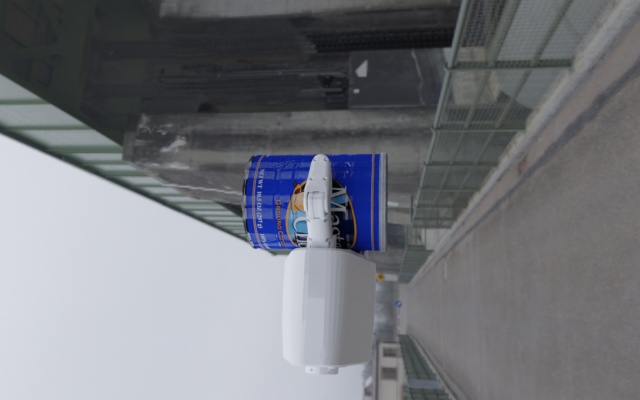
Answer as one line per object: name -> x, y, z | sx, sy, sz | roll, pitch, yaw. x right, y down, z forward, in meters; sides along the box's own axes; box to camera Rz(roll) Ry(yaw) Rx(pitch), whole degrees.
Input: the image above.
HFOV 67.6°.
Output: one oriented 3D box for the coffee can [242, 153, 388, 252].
coffee can -> 0.000, 0.001, 0.504 | 0.140, 0.103, 0.103 | 0, 0, 9
